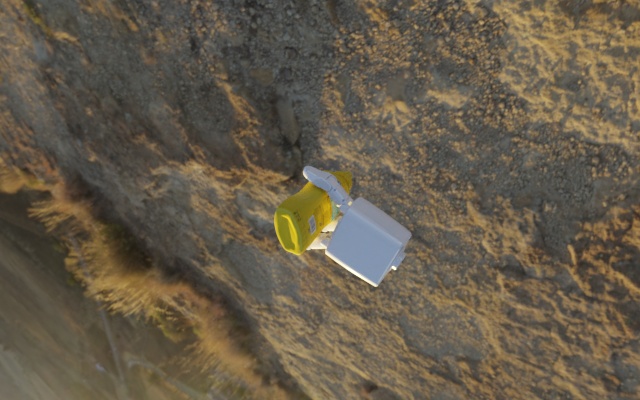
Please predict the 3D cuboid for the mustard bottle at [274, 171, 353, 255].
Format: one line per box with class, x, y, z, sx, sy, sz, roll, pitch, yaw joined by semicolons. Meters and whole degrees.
mustard bottle;0.000;0.003;0.833;0.058;0.096;0.191;16;42;32
